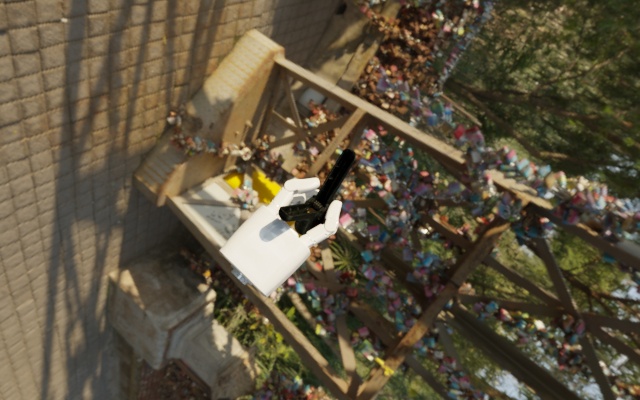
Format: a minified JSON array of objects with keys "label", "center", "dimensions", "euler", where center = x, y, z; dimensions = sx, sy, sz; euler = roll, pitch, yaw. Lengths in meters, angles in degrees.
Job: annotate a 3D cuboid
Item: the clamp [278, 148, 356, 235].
[{"label":"clamp","center":[0.001,0.004,0.830],"dimensions":[0.036,0.164,0.210],"euler":[43,-13,16]}]
